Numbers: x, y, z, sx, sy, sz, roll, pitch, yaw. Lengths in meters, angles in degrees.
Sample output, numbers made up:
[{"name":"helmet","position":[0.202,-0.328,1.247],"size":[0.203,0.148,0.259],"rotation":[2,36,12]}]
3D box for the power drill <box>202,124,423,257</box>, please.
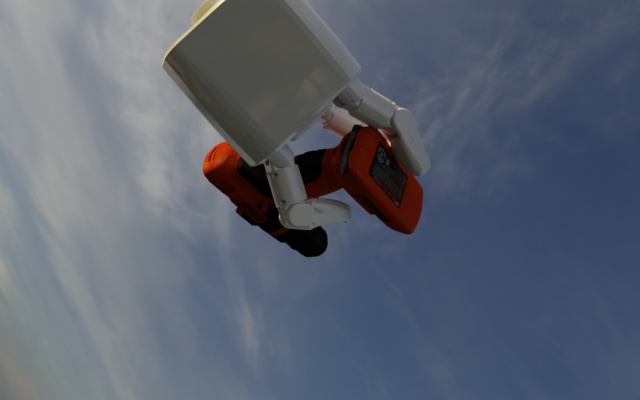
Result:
[{"name":"power drill","position":[0.000,0.001,0.469],"size":[0.187,0.057,0.184],"rotation":[-8,-38,39]}]
